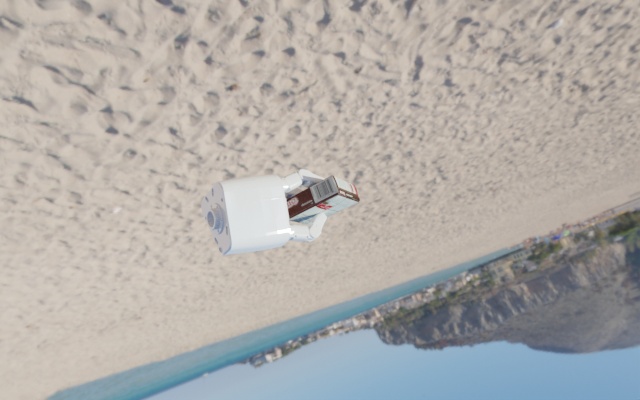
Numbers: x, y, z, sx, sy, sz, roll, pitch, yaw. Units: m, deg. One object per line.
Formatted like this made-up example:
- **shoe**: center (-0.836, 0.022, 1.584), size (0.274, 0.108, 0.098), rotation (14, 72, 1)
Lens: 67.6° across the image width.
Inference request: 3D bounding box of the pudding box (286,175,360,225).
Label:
- **pudding box**: center (0.000, 0.003, 0.836), size (0.113, 0.039, 0.090), rotation (-25, -19, 23)
